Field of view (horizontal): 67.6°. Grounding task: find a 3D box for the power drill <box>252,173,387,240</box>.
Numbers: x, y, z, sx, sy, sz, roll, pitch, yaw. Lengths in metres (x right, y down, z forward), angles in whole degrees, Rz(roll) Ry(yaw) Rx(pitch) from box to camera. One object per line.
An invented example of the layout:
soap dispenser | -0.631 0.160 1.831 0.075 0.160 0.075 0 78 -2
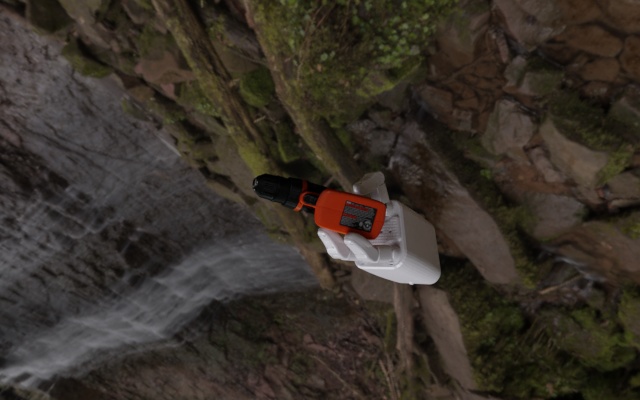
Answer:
power drill | 0.000 0.003 0.720 0.184 0.057 0.187 13 5 -21
